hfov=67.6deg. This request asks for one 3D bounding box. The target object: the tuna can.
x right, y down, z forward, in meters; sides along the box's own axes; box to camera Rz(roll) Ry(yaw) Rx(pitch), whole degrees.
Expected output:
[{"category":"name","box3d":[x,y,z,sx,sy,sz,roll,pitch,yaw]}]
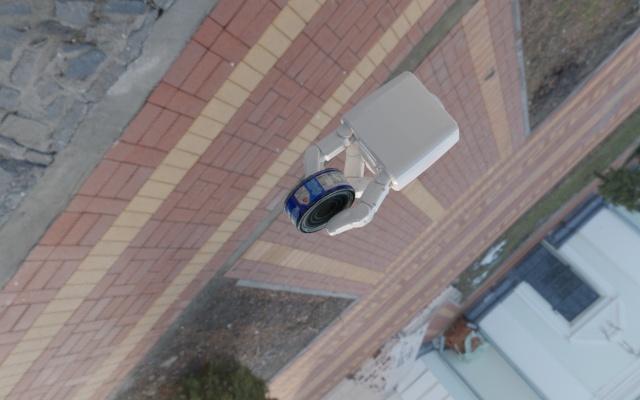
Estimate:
[{"category":"tuna can","box3d":[0.000,0.002,0.581,0.086,0.033,0.086,-29,-25,-15]}]
